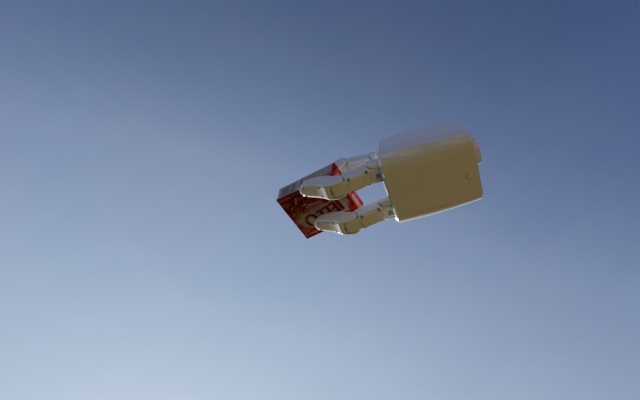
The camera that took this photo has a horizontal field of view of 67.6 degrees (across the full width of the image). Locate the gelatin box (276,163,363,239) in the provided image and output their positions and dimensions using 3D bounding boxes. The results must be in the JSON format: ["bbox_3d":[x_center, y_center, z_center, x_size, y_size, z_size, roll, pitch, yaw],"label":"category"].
[{"bbox_3d":[0.000,0.002,0.615,0.089,0.073,0.030,-24,30,23],"label":"gelatin box"}]
